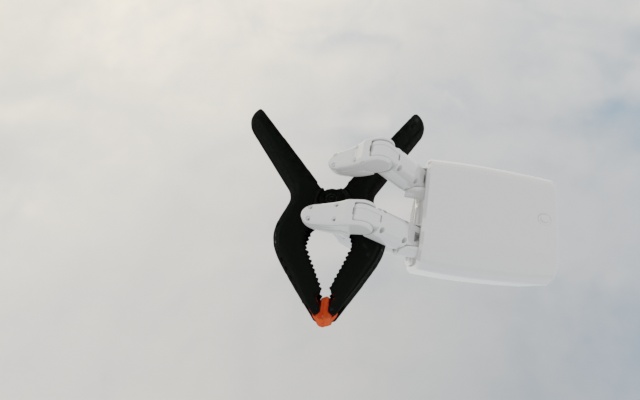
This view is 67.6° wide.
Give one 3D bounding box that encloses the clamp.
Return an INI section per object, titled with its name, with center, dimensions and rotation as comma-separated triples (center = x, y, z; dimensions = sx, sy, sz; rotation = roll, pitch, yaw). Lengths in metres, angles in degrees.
[clamp]
center = 0.000, 0.002, 0.421
dimensions = 0.164, 0.210, 0.036
rotation = 8, -27, 8
